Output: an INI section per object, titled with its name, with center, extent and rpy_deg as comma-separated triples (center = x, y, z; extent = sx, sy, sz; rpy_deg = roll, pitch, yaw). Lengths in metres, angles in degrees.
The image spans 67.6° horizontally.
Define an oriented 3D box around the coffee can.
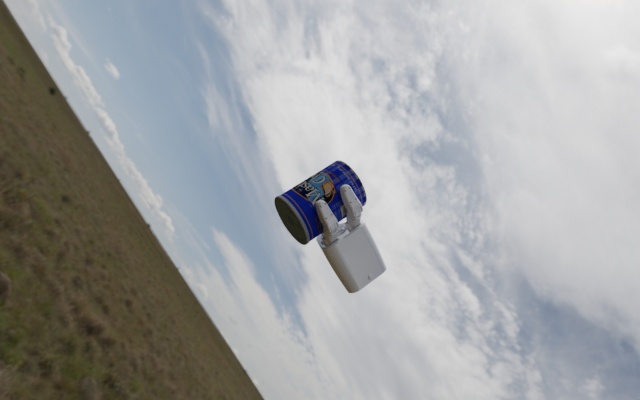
[coffee can]
center = 0.000, 0.003, 0.890
extent = 0.140, 0.103, 0.103
rpy_deg = -32, 12, -20
